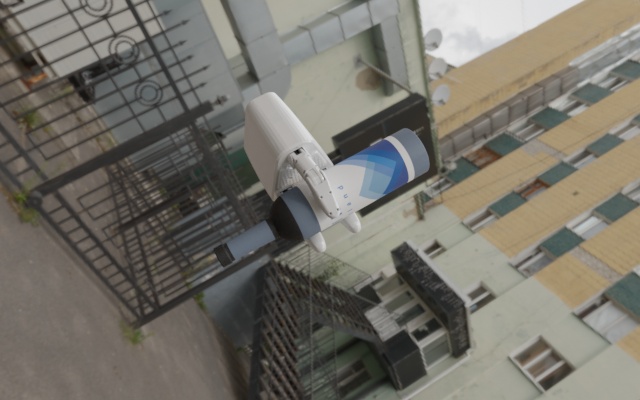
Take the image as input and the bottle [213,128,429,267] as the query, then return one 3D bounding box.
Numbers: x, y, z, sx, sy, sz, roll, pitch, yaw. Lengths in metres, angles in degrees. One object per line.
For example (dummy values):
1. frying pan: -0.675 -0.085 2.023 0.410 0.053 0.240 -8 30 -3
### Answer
1. bottle: 0.000 0.002 0.618 0.295 0.069 0.069 -29 5 -10
